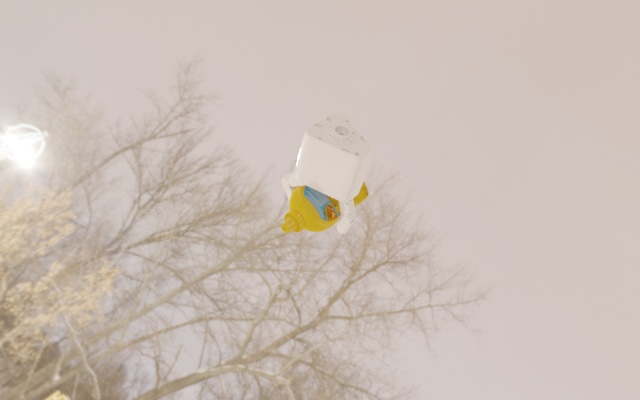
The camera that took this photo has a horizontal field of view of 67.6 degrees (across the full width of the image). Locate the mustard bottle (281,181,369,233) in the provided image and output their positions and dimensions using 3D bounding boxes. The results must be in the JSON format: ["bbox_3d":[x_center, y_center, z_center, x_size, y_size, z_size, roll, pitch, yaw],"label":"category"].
[{"bbox_3d":[0.000,0.003,0.884,0.191,0.096,0.058,-37,1,-35],"label":"mustard bottle"}]
